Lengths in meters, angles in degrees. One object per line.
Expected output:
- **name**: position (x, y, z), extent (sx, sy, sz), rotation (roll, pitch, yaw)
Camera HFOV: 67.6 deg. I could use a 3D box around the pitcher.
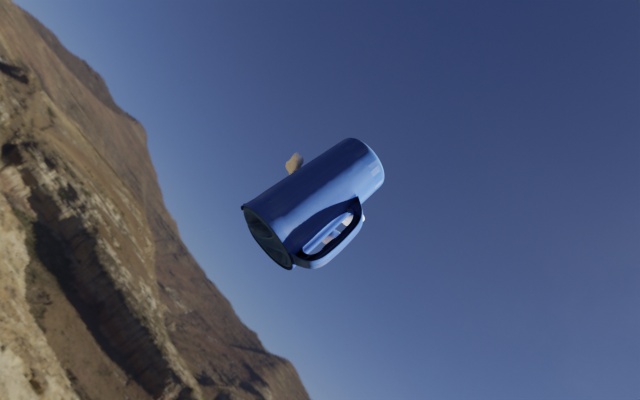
- **pitcher**: position (0.000, 0.003, 0.819), extent (0.242, 0.149, 0.145), rotation (-38, 7, -21)
